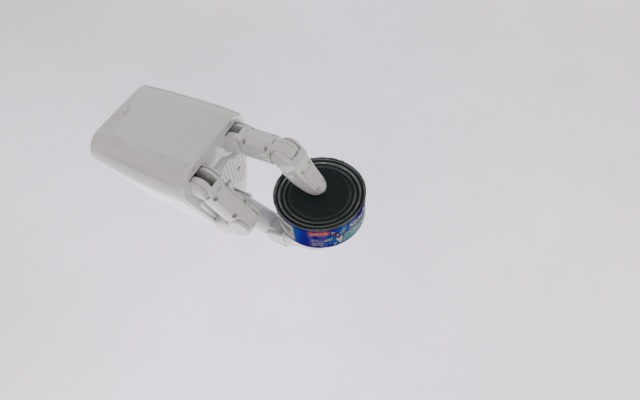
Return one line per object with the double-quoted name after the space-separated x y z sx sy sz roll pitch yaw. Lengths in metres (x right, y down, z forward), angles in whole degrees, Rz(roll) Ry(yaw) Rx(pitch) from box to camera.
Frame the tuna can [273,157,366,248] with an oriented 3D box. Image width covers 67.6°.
0.000 0.002 0.449 0.086 0.086 0.034 0 -37 5 "tuna can"
